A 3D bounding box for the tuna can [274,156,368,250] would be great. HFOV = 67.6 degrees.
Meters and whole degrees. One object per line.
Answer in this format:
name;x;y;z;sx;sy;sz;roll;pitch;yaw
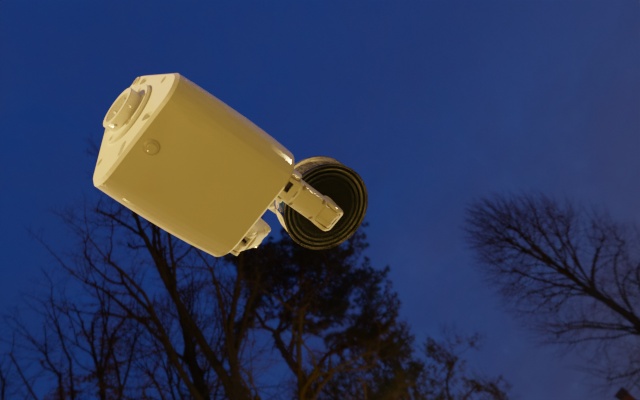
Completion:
tuna can;0.000;0.001;0.457;0.086;0.086;0.033;0;22;-26
